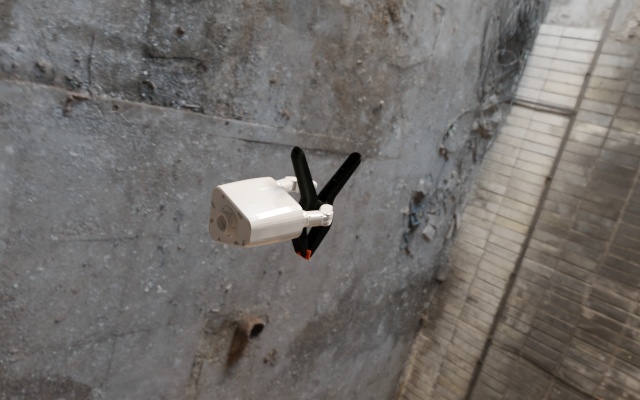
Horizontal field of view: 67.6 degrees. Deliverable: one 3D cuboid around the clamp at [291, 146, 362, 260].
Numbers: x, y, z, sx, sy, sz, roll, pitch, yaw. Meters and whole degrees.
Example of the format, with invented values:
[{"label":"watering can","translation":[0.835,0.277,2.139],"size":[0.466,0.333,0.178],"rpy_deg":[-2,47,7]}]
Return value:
[{"label":"clamp","translation":[0.000,0.004,0.847],"size":[0.164,0.210,0.036],"rpy_deg":[-9,27,-43]}]
